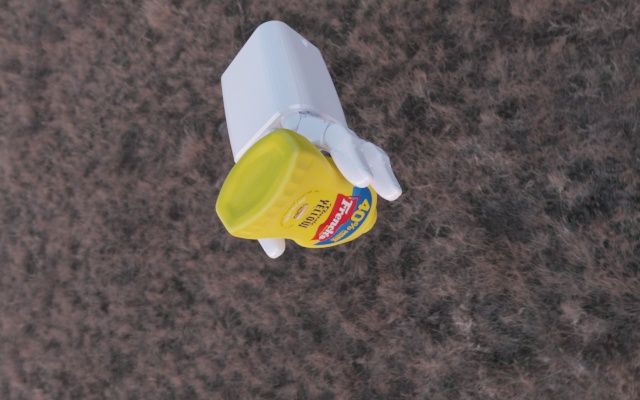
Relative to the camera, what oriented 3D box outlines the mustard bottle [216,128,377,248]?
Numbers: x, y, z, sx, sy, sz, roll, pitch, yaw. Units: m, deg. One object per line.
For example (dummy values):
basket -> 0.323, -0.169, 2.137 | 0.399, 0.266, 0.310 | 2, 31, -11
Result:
mustard bottle -> 0.000, 0.002, 0.450 | 0.192, 0.096, 0.058 | 18, 27, -54
